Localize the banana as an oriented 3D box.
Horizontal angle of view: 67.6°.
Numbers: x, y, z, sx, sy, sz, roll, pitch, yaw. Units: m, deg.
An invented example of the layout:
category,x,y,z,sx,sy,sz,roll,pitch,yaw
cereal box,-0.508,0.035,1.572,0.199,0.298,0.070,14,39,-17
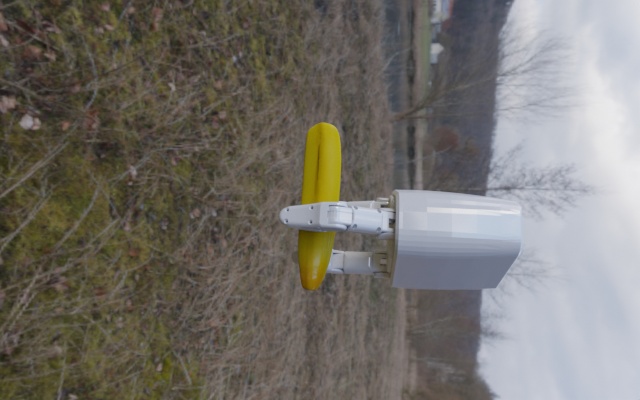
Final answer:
category,x,y,z,sx,sy,sz,roll,pitch,yaw
banana,0.001,-0.013,0.468,0.037,0.197,0.070,3,-38,1
